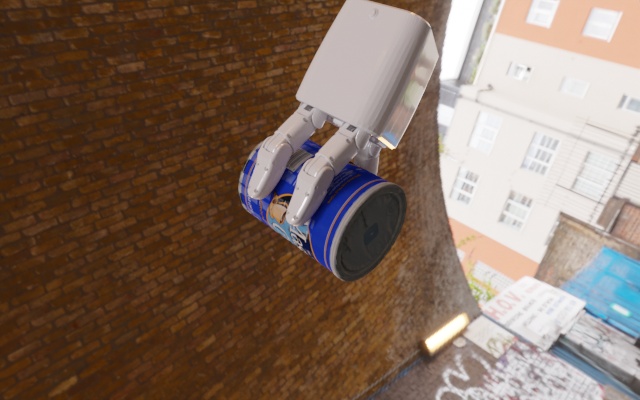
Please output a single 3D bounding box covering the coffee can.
[{"bbox_3d":[0.000,0.002,0.483,0.140,0.103,0.103,32,19,34],"label":"coffee can"}]
